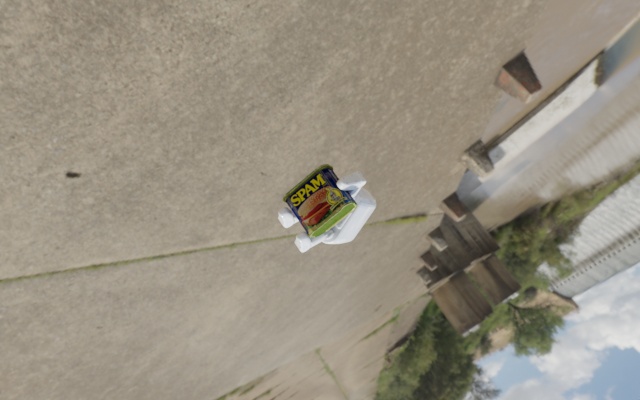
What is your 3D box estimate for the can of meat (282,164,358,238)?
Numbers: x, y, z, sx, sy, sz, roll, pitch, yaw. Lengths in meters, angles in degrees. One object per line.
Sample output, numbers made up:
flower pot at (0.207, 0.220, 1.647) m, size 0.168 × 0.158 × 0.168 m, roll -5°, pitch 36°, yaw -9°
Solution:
can of meat at (0.000, 0.003, 0.813) m, size 0.102 × 0.084 × 0.057 m, roll -39°, pitch -18°, yaw 13°
